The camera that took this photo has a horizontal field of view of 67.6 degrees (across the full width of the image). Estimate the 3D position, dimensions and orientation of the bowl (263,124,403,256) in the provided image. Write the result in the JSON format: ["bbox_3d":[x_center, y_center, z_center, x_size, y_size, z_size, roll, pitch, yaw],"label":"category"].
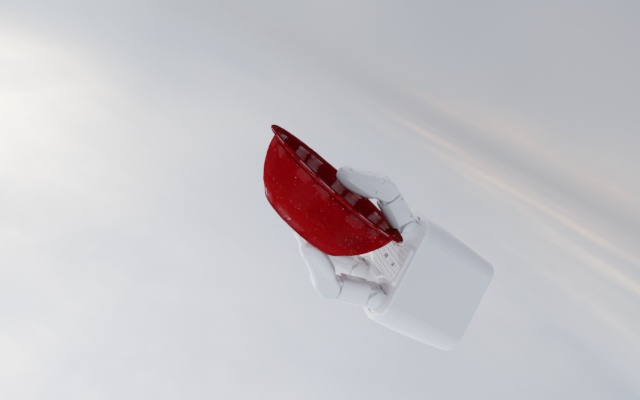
[{"bbox_3d":[-0.001,0.001,0.448,0.162,0.055,0.162,41,9,-8],"label":"bowl"}]
